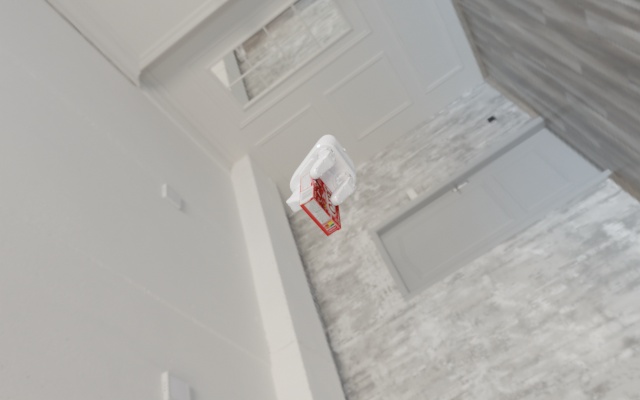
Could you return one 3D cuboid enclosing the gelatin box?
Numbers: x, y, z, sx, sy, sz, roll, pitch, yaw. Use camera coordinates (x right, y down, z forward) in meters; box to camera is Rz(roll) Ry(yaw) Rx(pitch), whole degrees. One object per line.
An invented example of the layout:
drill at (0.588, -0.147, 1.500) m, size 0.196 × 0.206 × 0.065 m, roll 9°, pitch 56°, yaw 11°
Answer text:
gelatin box at (0.000, 0.003, 0.758) m, size 0.030 × 0.073 × 0.089 m, roll -32°, pitch 27°, yaw 17°
